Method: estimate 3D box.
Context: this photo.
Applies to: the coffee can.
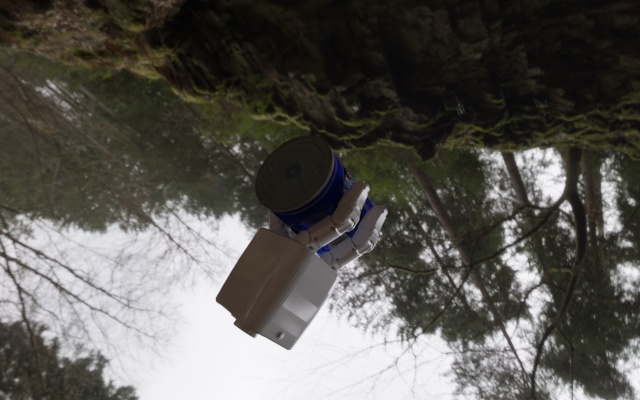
[{"bbox_3d":[0.000,0.002,0.594,0.103,0.102,0.140,0,-31,33],"label":"coffee can"}]
